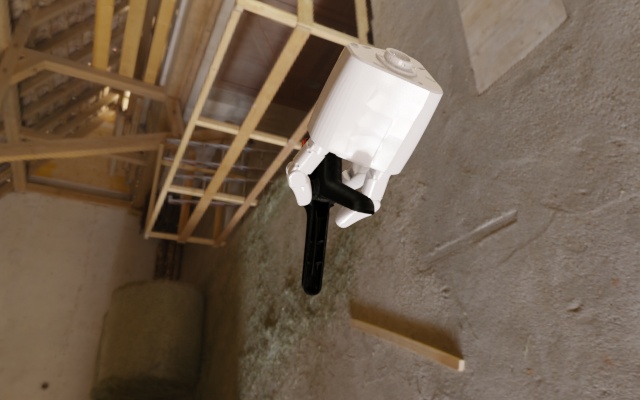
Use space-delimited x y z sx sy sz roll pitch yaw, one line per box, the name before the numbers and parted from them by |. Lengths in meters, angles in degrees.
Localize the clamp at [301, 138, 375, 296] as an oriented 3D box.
clamp | -0.001 0.001 0.602 0.036 0.165 0.209 11 36 -23
